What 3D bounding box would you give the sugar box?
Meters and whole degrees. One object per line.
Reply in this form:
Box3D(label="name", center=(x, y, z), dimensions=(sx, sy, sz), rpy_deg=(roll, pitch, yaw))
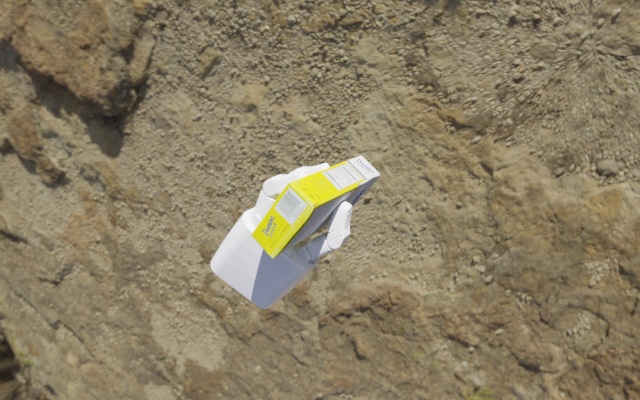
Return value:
Box3D(label="sugar box", center=(0.000, 0.002, 0.596), dimensions=(0.093, 0.048, 0.176), rpy_deg=(-51, -11, 31))
